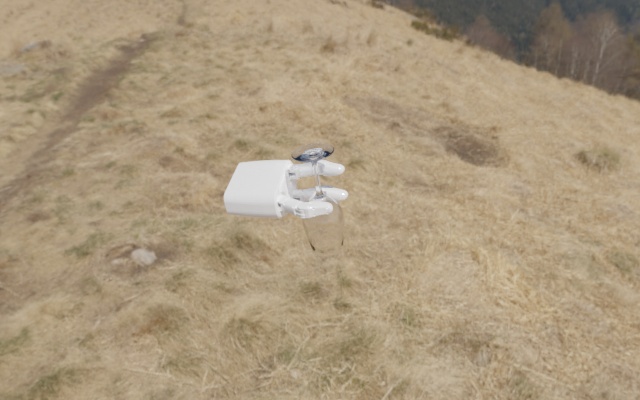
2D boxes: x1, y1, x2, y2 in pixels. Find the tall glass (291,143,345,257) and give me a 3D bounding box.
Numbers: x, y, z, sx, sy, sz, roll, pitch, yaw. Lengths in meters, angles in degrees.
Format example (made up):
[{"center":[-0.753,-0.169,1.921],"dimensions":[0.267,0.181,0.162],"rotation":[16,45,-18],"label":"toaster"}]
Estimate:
[{"center":[0.000,0.002,0.862],"dimensions":[0.079,0.201,0.079],"rotation":[-7,29,4],"label":"tall glass"}]
